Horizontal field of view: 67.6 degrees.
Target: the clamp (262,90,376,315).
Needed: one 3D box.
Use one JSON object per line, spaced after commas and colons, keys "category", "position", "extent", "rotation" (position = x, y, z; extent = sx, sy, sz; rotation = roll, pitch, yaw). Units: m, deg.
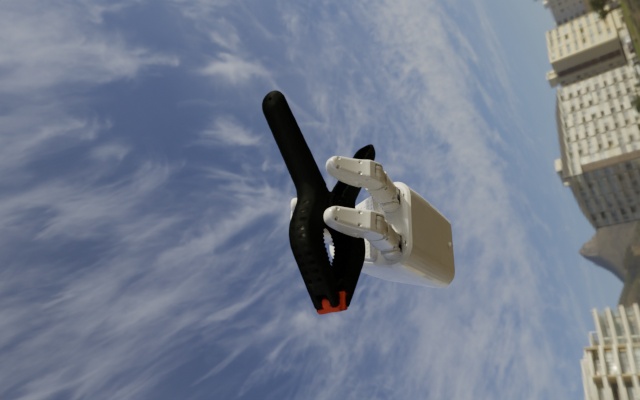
{"category": "clamp", "position": [0.000, 0.002, 0.469], "extent": [0.036, 0.210, 0.164], "rotation": [-21, -35, 39]}
